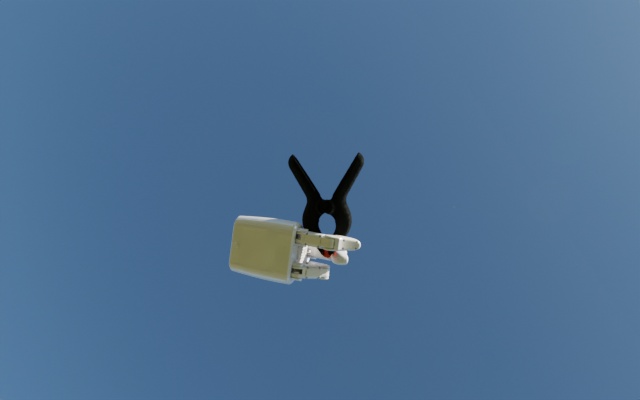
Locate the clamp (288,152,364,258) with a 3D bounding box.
[{"bbox_3d":[0.000,0.003,0.763,0.120,0.171,0.039,8,2,16],"label":"clamp"}]
